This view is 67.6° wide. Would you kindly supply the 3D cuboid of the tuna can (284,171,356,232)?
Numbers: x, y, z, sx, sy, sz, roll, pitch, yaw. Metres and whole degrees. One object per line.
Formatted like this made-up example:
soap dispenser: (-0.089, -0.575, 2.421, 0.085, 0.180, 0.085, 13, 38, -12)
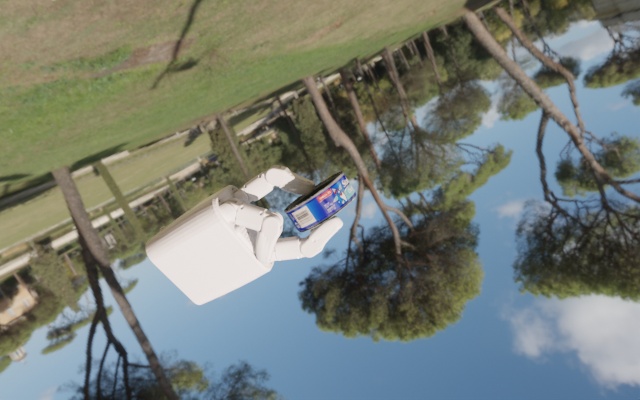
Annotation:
tuna can: (0.000, 0.002, 0.578, 0.086, 0.034, 0.086, -33, 7, 5)
